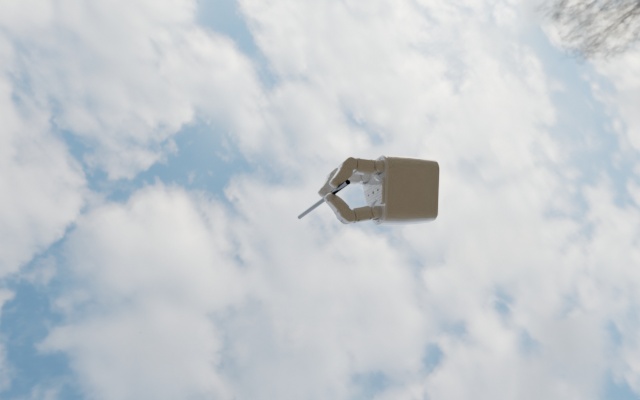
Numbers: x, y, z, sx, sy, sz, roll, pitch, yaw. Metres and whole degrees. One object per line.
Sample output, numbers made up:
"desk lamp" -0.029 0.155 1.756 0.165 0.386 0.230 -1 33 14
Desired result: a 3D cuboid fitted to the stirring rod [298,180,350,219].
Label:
"stirring rod" 0.000 0.003 0.825 0.011 0.011 0.239 0 -15 -21
